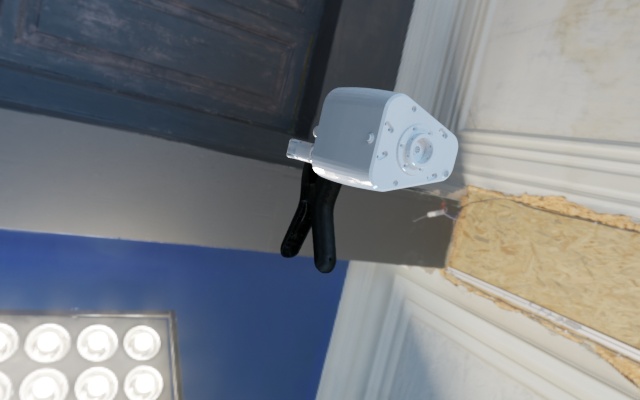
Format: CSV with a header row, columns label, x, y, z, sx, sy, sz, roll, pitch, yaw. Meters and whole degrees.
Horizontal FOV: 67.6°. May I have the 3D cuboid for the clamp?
label,x,y,z,sx,sy,sz,roll,pitch,yaw
clamp,0.001,0.002,0.564,0.039,0.171,0.120,9,8,-33
